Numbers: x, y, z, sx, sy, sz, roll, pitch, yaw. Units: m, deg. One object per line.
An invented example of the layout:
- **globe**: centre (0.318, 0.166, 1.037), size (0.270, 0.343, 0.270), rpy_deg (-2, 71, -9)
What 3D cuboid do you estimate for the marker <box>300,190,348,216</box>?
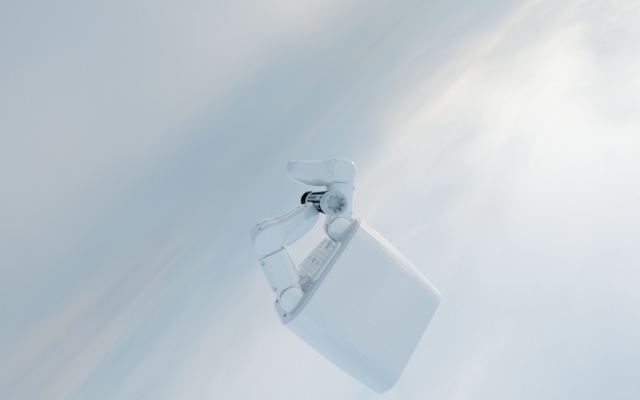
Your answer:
- **marker**: centre (0.000, 0.001, 0.408), size (0.020, 0.020, 0.121), rpy_deg (0, 1, -11)
